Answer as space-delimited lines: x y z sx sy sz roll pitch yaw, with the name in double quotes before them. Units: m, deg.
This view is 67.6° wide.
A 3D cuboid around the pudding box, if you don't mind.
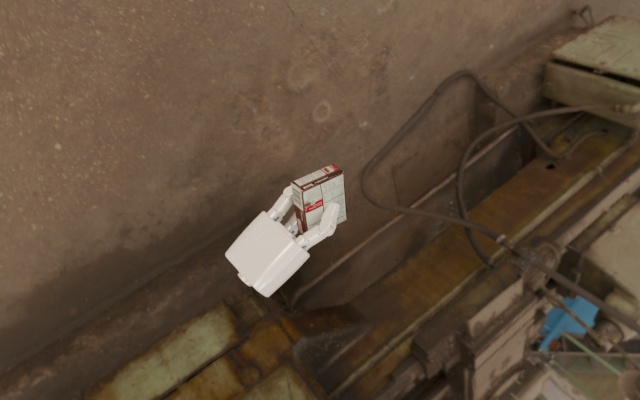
"pudding box" 0.000 0.003 0.851 0.090 0.114 0.039 -26 43 -24
